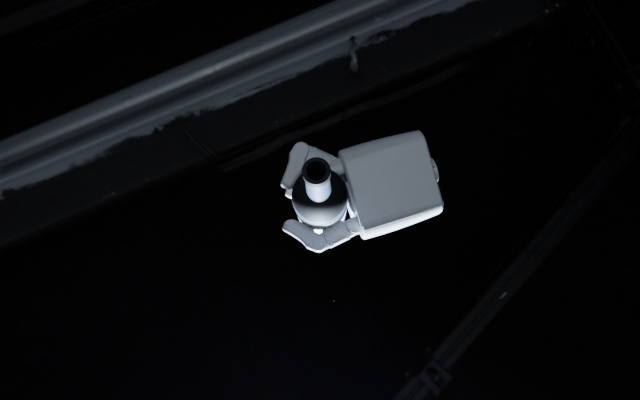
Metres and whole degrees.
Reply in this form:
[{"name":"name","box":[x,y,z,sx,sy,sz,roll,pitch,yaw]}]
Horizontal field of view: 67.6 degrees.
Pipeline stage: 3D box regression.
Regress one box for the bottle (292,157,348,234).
[{"name":"bottle","box":[0.000,0.002,0.597,0.069,0.069,0.296,0,-12,2]}]
